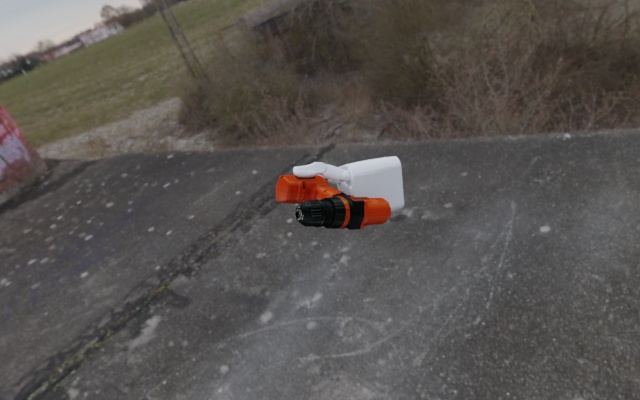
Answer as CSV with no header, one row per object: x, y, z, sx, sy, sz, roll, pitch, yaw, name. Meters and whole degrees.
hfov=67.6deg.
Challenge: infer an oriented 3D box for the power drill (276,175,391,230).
0.000,0.003,0.826,0.184,0.057,0.187,1,16,-37,power drill
